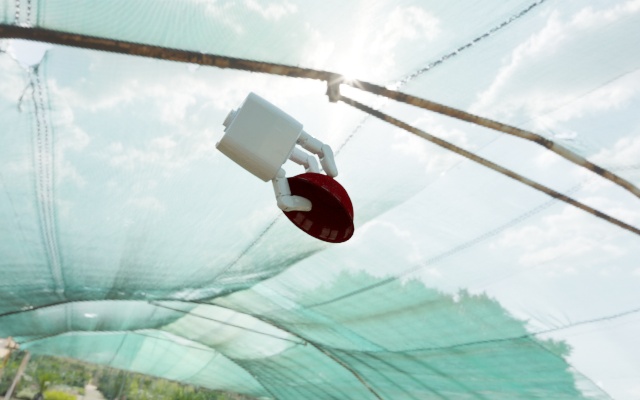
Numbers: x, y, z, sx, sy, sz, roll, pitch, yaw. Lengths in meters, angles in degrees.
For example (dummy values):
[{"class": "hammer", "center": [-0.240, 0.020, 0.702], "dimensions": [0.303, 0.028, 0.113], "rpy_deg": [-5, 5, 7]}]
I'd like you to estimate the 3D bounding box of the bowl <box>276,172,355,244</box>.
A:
[{"class": "bowl", "center": [0.001, 0.003, 0.847], "dimensions": [0.162, 0.162, 0.055], "rpy_deg": [0, 43, 43]}]
